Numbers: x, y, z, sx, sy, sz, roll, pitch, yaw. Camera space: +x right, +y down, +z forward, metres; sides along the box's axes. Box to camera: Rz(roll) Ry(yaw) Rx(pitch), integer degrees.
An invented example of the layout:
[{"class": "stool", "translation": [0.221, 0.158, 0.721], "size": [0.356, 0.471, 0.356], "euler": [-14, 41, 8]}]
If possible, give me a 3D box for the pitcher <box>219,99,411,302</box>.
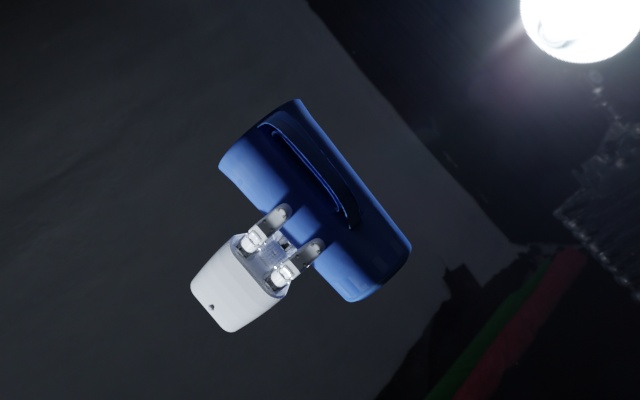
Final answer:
[{"class": "pitcher", "translation": [0.000, 0.002, 0.589], "size": [0.145, 0.243, 0.149], "euler": [-42, -1, 27]}]
